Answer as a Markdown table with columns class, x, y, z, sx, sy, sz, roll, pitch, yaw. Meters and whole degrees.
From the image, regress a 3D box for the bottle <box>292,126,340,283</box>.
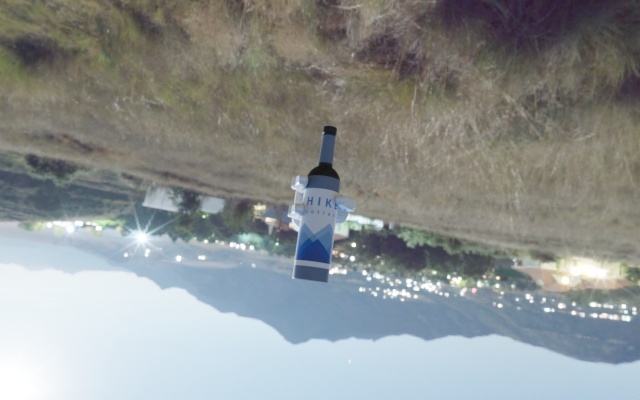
| class | x | y | z | sx | sy | sz | roll | pitch | yaw |
| --- | --- | --- | --- | --- | --- | --- | --- | --- | --- |
| bottle | 0.000 | 0.003 | 0.897 | 0.069 | 0.295 | 0.069 | 7 | -11 | 1 |
